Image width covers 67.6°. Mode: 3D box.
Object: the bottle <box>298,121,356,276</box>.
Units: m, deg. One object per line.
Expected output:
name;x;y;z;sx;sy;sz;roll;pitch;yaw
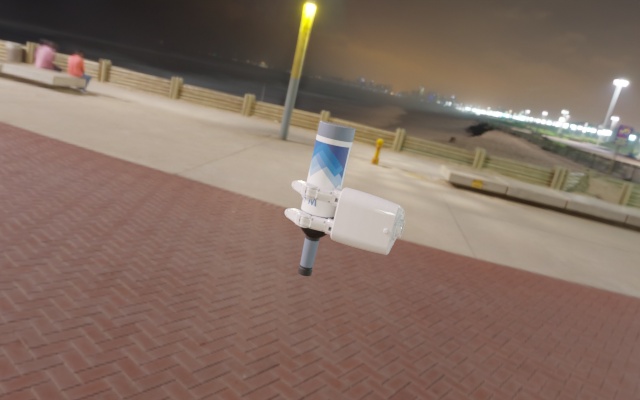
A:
bottle;0.000;0.003;0.899;0.069;0.296;0.069;12;13;-3
